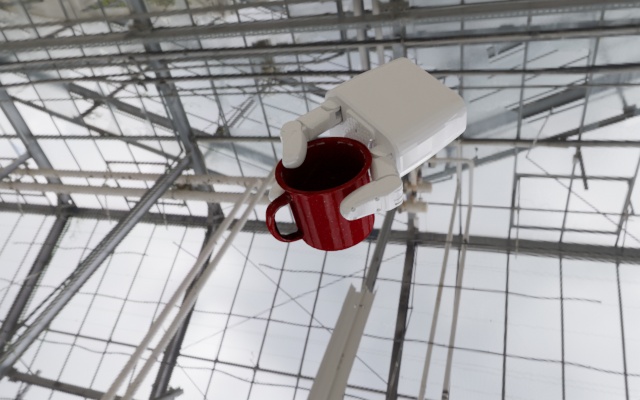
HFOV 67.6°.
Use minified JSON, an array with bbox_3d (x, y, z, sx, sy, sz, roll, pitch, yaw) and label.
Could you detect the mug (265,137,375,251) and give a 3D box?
[{"bbox_3d":[-0.001,0.002,0.469,0.117,0.082,0.093,-31,41,-21],"label":"mug"}]
